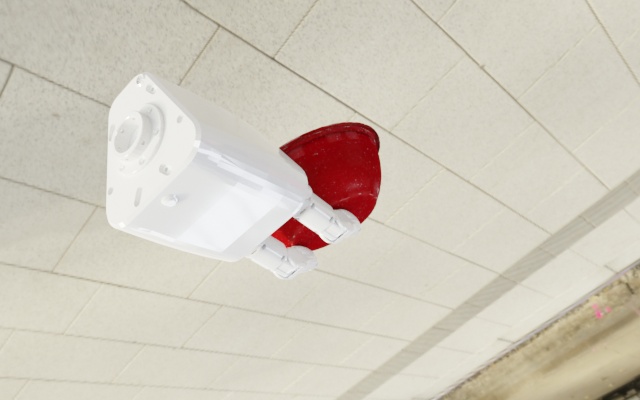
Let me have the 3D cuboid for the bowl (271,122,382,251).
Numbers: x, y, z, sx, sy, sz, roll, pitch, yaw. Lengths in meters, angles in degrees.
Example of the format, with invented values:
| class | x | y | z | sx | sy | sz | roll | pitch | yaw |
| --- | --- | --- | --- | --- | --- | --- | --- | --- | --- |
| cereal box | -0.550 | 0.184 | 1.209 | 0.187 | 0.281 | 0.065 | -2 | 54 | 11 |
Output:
| class | x | y | z | sx | sy | sz | roll | pitch | yaw |
| --- | --- | --- | --- | --- | --- | --- | --- | --- | --- |
| bowl | 0.001 | 0.002 | 0.453 | 0.162 | 0.055 | 0.162 | -26 | -24 | -13 |
